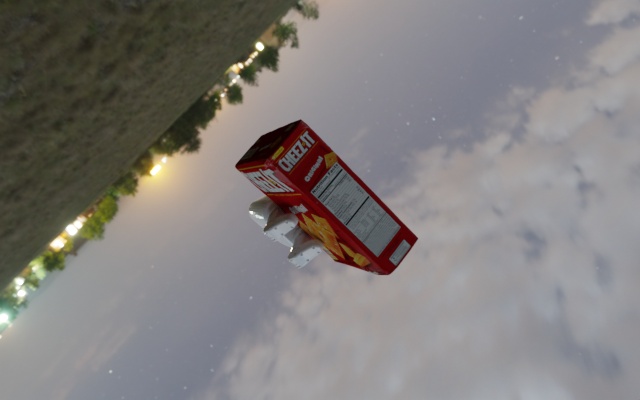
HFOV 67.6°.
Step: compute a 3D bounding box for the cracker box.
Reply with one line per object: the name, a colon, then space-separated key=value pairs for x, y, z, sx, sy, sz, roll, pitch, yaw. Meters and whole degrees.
cracker box: x=0.000 y=0.002 z=0.630 sx=0.214 sy=0.072 sz=0.164 roll=44 pitch=-15 yaw=-17
